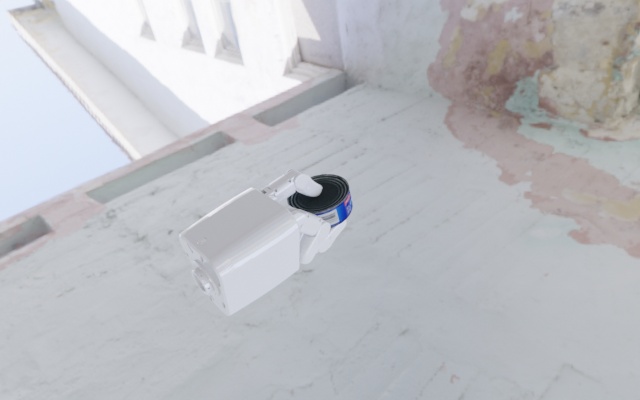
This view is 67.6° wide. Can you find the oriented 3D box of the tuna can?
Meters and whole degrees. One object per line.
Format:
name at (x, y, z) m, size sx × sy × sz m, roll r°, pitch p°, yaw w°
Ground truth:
tuna can at (0.000, 0.003, 0.650) m, size 0.086 × 0.034 × 0.086 m, roll -10°, pitch 36°, yaw 8°
